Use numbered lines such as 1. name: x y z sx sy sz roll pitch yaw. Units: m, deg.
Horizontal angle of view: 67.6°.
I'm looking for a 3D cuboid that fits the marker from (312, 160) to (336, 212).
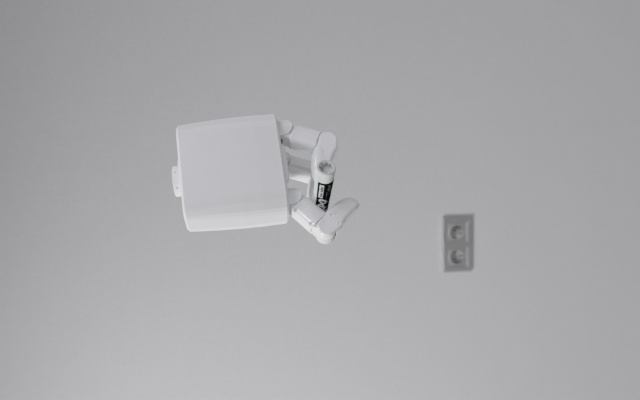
1. marker: 0.000 0.002 0.504 0.020 0.020 0.121 0 -34 -6
